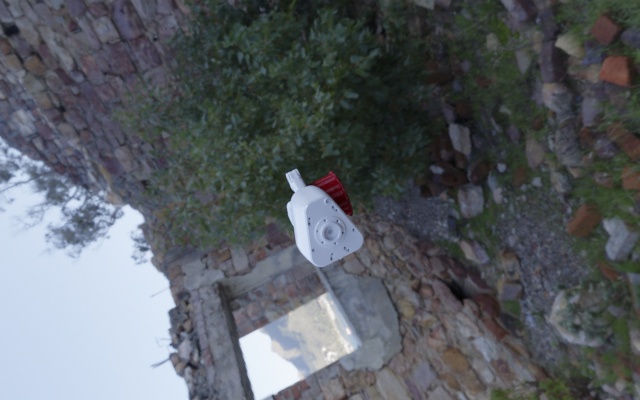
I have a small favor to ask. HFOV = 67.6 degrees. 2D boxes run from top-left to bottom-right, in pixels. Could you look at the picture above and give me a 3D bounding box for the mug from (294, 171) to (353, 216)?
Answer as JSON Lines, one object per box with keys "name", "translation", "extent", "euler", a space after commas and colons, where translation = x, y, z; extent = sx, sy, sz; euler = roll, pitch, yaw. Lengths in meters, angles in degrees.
{"name": "mug", "translation": [0.000, 0.003, 0.890], "extent": [0.081, 0.093, 0.117], "euler": [-26, 12, -8]}
